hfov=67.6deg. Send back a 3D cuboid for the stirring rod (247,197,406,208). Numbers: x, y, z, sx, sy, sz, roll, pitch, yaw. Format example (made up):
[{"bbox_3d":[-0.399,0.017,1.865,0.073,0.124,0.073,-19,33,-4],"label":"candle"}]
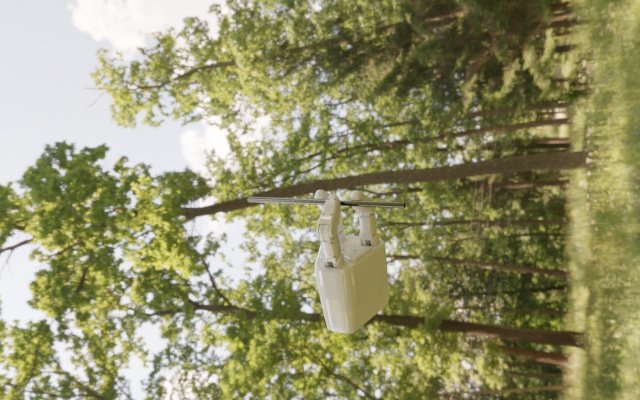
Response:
[{"bbox_3d":[0.000,0.002,0.666,0.239,0.011,0.011,2,1,26],"label":"stirring rod"}]
